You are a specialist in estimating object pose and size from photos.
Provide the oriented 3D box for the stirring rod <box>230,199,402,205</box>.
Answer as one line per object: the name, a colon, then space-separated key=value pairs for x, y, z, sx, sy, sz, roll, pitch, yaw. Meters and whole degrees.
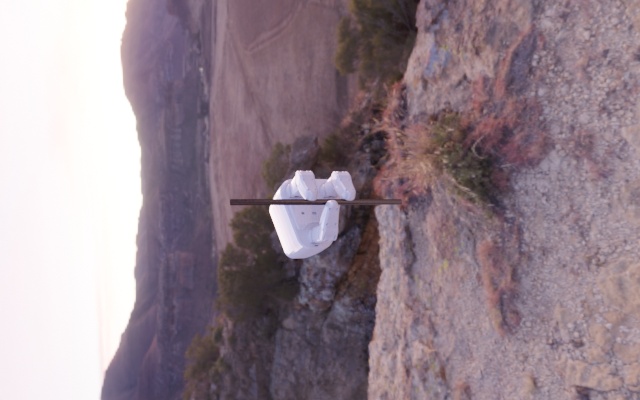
stirring rod: x=0.000 y=0.002 z=0.644 sx=0.239 sy=0.011 sz=0.011 roll=0 pitch=0 yaw=-18
